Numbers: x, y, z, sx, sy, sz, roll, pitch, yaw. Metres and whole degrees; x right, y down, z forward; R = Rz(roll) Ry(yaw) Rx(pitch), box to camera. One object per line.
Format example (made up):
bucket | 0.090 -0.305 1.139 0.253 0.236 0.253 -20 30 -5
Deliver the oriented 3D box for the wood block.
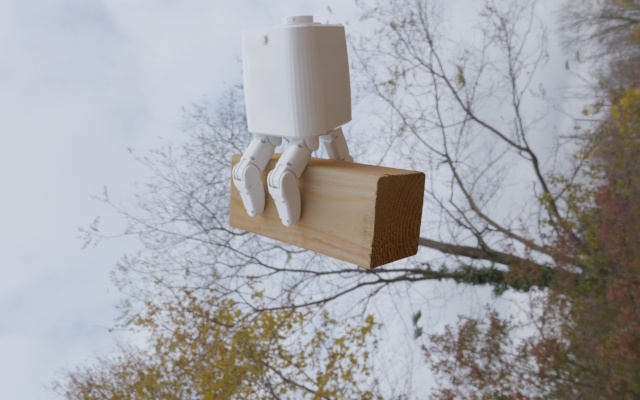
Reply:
wood block | 0.000 0.001 0.529 0.206 0.090 0.091 12 13 40
